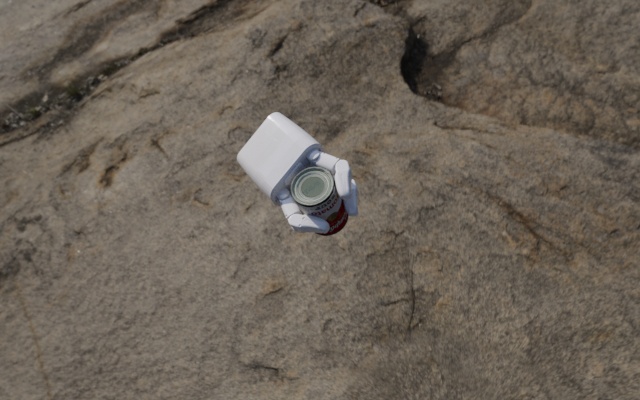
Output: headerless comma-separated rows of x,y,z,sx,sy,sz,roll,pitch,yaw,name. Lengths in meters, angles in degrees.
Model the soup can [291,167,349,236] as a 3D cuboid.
0.000,0.003,0.727,0.068,0.068,0.102,0,-28,16,soup can
